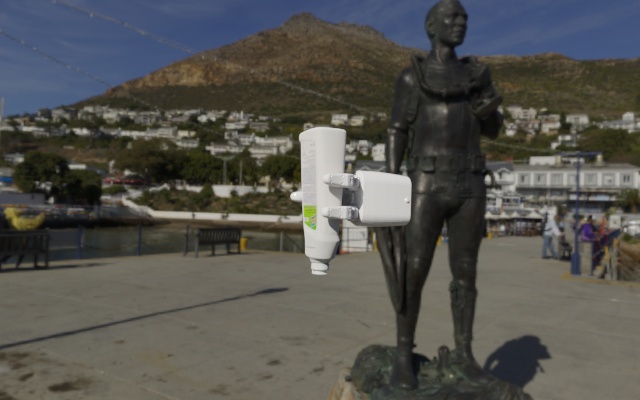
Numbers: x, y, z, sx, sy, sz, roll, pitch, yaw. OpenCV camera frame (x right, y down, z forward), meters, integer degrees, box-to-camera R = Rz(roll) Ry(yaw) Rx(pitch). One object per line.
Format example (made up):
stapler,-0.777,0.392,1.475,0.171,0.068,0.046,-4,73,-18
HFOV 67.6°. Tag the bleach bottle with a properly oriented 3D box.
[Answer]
bleach bottle,0.000,0.003,0.845,0.068,0.251,0.102,3,-1,-22
